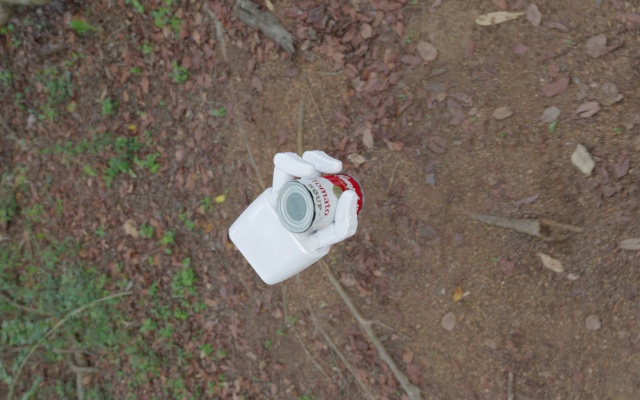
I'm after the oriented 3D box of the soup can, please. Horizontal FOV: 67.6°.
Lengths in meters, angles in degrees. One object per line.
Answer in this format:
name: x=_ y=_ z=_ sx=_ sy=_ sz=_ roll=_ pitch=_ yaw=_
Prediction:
soup can: x=0.000 y=0.002 z=0.624 sx=0.068 sy=0.068 sz=0.102 roll=0 pitch=7 yaw=41
